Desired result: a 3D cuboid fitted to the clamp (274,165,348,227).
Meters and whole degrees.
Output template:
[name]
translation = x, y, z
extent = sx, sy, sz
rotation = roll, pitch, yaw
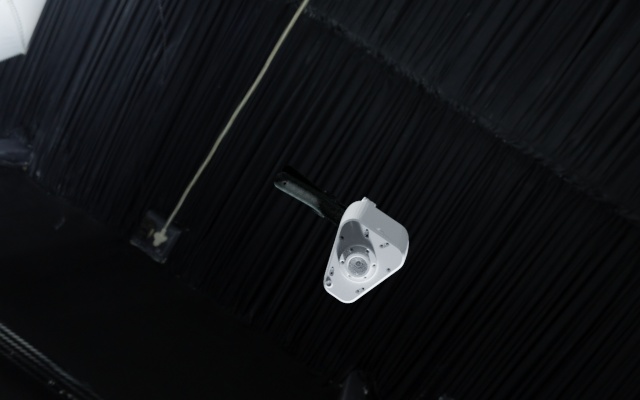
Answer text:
[clamp]
translation = 0.000, 0.003, 0.722
extent = 0.171, 0.039, 0.120
rotation = 34, 14, 4
